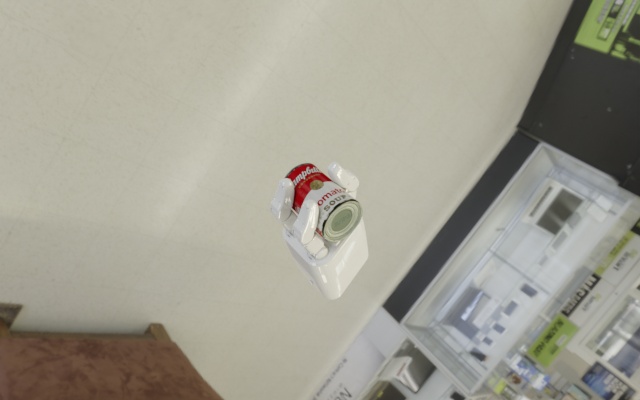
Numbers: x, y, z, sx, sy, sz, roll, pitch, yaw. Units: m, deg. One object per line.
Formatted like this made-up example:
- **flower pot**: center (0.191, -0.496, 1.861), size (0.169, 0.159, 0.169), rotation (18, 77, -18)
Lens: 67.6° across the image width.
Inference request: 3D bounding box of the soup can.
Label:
- **soup can**: center (0.000, 0.002, 0.652), size (0.068, 0.068, 0.102), rotation (0, 31, -44)
